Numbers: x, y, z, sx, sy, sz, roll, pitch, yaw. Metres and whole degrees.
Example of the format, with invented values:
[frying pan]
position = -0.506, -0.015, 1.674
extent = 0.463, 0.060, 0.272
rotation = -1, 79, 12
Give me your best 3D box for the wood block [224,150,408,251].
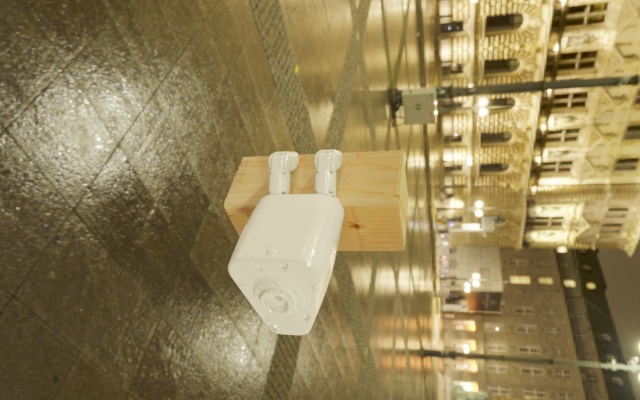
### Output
[wood block]
position = 0.000, 0.002, 0.596
extent = 0.206, 0.090, 0.091
rotation = -1, -43, 15
